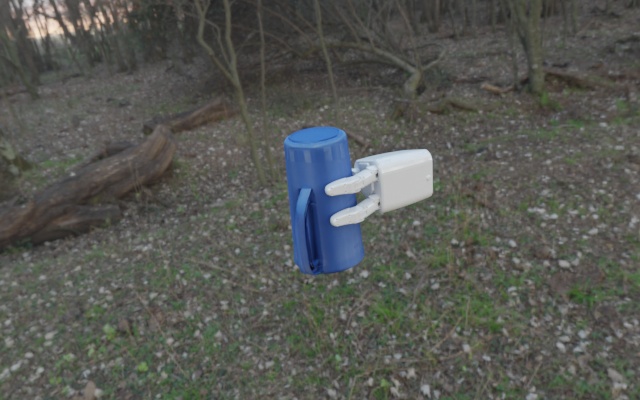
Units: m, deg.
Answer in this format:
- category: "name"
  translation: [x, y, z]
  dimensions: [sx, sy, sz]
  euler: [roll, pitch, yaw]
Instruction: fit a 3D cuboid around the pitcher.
- category: "pitcher"
  translation: [0.000, 0.003, 0.844]
  dimensions: [0.145, 0.243, 0.149]
  euler: [-15, 24, -17]
